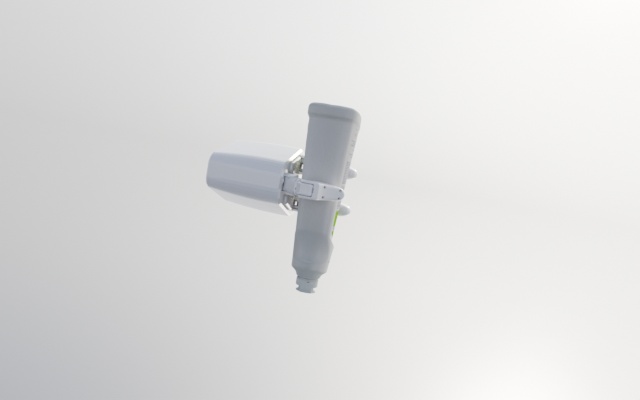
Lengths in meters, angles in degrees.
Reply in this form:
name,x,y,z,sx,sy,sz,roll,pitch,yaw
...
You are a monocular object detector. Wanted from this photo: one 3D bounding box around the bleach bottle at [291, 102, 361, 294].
name,x,y,z,sx,sy,sz,roll,pitch,yaw
bleach bottle,0.000,0.002,0.645,0.068,0.251,0.102,11,4,9
